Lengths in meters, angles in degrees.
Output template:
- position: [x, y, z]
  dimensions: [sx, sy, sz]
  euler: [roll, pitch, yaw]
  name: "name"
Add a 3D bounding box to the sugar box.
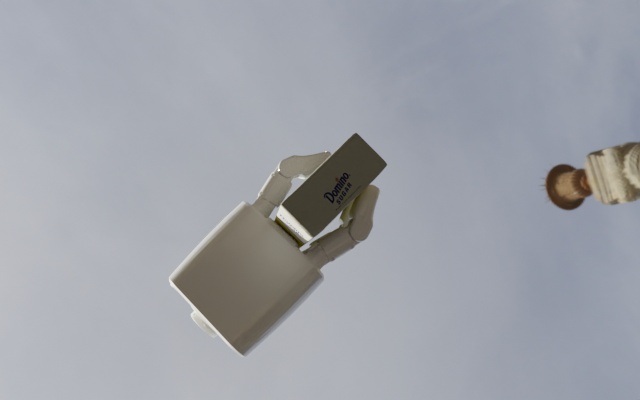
- position: [0.000, 0.002, 0.475]
  dimensions: [0.093, 0.048, 0.176]
  euler: [-44, 1, -12]
  name: "sugar box"
